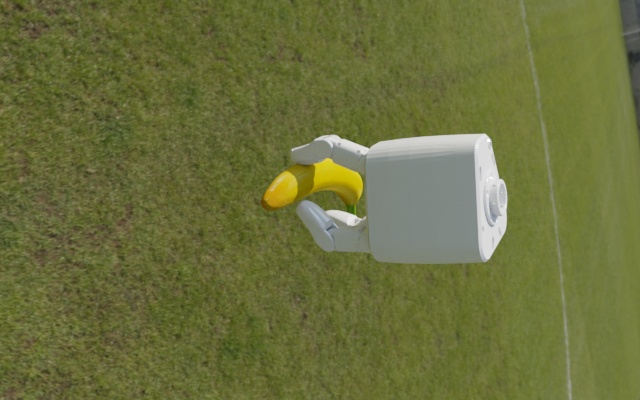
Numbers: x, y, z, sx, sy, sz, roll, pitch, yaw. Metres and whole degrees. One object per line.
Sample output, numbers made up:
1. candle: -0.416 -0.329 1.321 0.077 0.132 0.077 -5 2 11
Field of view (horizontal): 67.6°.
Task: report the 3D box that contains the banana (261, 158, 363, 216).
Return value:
1. banana: 0.003 -0.016 0.555 0.037 0.069 0.198 3 -3 33
